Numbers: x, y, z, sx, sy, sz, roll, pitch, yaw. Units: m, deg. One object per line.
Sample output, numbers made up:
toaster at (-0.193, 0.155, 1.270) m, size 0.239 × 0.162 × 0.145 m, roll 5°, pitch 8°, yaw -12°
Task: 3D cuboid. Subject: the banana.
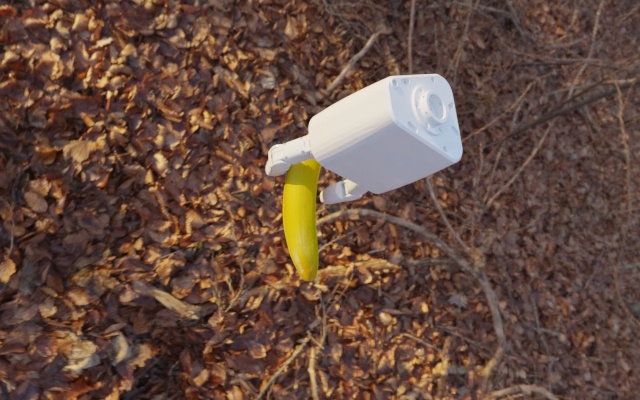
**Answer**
banana at (-0.013, -0.009, 0.548) m, size 0.070 × 0.197 × 0.037 m, roll 32°, pitch -35°, yaw -33°
